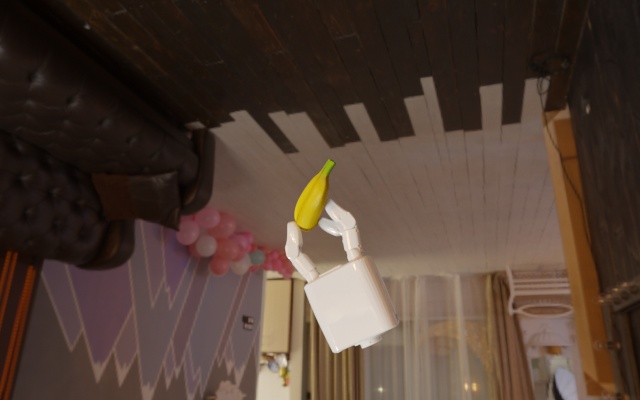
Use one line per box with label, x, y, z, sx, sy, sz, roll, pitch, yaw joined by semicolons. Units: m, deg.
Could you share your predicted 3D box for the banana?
banana;-0.012;0.013;0.738;0.069;0.037;0.198;-43;-11;-25
